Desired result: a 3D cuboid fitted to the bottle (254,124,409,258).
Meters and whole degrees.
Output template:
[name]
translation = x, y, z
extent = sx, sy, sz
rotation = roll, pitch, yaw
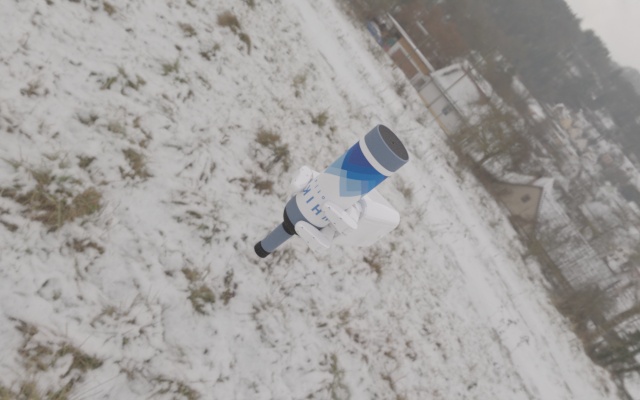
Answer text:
[bottle]
translation = 0.000, 0.002, 0.726
extent = 0.296, 0.069, 0.069
rotation = -39, -21, 28
